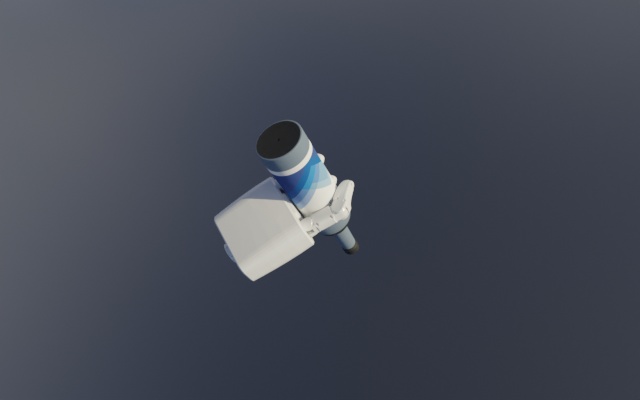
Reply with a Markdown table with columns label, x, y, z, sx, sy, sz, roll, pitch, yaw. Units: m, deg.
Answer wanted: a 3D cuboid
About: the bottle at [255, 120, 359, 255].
| label | x | y | z | sx | sy | sz | roll | pitch | yaw |
| --- | --- | --- | --- | --- | --- | --- | --- | --- | --- |
| bottle | 0.000 | 0.002 | 0.716 | 0.069 | 0.069 | 0.296 | 0 | -33 | 26 |
